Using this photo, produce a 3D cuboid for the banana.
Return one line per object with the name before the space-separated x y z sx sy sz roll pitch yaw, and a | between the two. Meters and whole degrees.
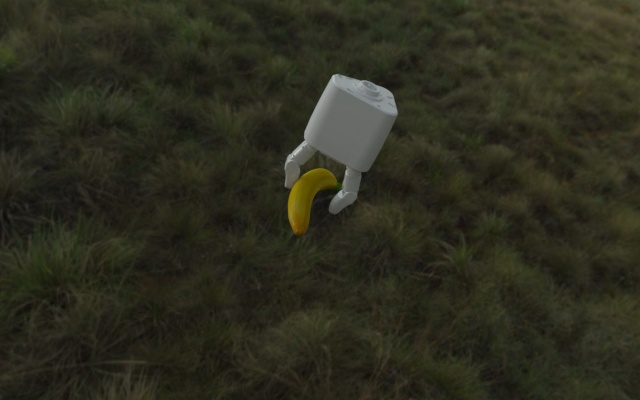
banana | -0.013 -0.010 0.783 0.069 0.037 0.197 38 33 5
